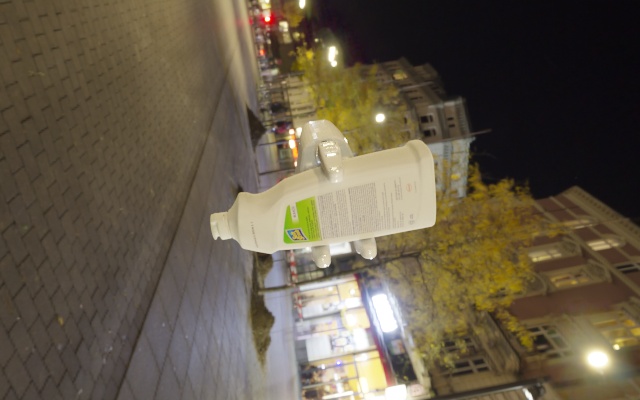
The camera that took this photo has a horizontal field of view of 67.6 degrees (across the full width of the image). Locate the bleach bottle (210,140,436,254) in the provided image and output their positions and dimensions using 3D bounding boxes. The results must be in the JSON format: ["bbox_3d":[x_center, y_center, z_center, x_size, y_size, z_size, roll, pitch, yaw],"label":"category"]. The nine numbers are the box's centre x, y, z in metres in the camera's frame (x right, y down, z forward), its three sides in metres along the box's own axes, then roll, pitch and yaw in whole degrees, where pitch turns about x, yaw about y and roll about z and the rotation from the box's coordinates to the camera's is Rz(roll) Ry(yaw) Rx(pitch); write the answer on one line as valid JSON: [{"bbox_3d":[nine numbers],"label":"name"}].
[{"bbox_3d":[0.000,0.002,0.545,0.251,0.103,0.068,-10,23,-2],"label":"bleach bottle"}]
